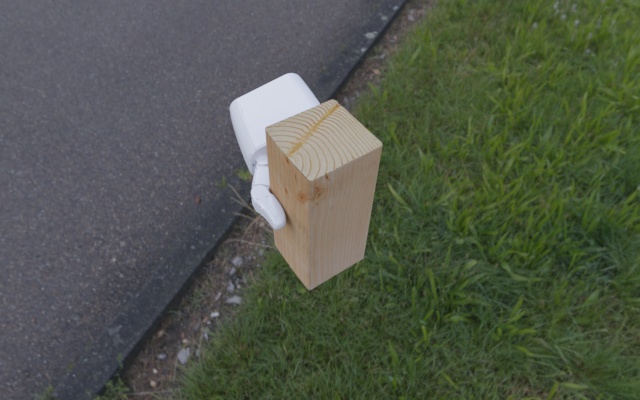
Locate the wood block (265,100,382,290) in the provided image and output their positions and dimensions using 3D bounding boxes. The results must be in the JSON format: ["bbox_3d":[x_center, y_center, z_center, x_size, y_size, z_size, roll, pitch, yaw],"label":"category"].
[{"bbox_3d":[0.000,0.002,0.558,0.091,0.090,0.206,-27,-34,-21],"label":"wood block"}]
